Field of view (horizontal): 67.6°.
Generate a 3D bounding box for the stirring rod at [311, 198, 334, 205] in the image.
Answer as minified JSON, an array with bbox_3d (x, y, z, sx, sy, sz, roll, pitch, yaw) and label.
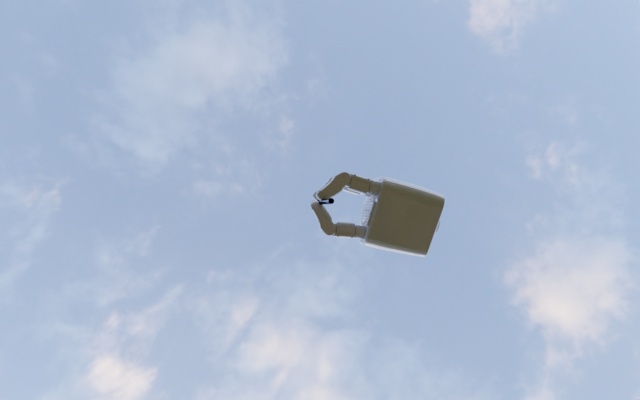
[{"bbox_3d":[0.000,0.003,0.754,0.011,0.011,0.239,0,-1,-7],"label":"stirring rod"}]
